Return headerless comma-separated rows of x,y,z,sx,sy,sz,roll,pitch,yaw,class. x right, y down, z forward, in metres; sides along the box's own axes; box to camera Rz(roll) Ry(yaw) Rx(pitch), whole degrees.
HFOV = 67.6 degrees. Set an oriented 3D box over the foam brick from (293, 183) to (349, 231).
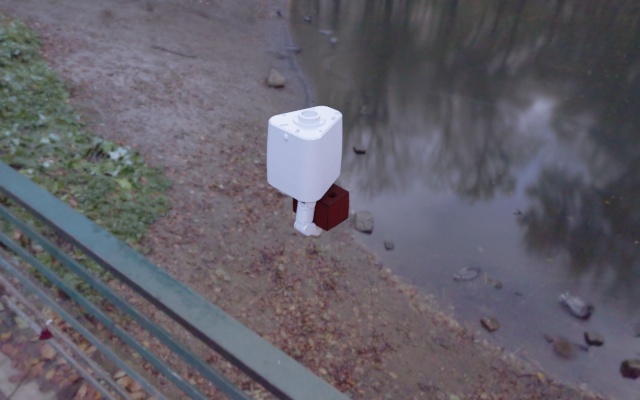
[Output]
0.000,0.003,0.755,0.078,0.051,0.053,28,42,31,foam brick
